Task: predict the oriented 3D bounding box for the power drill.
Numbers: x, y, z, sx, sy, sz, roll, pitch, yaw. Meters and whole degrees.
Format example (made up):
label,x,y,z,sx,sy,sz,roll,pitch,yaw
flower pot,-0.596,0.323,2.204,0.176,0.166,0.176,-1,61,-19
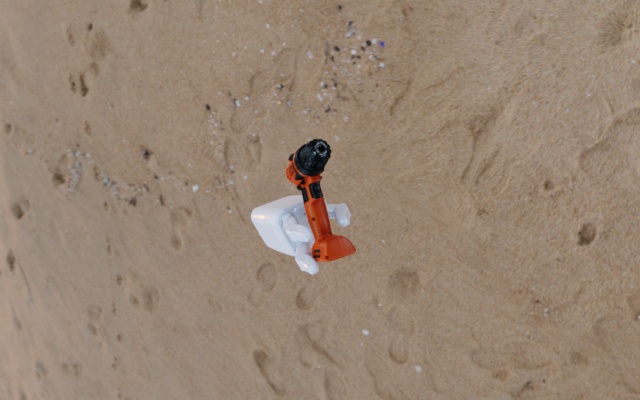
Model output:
label,x,y,z,sx,sy,sz,roll,pitch,yaw
power drill,0.000,0.003,0.769,0.057,0.187,0.184,-15,-4,-13
